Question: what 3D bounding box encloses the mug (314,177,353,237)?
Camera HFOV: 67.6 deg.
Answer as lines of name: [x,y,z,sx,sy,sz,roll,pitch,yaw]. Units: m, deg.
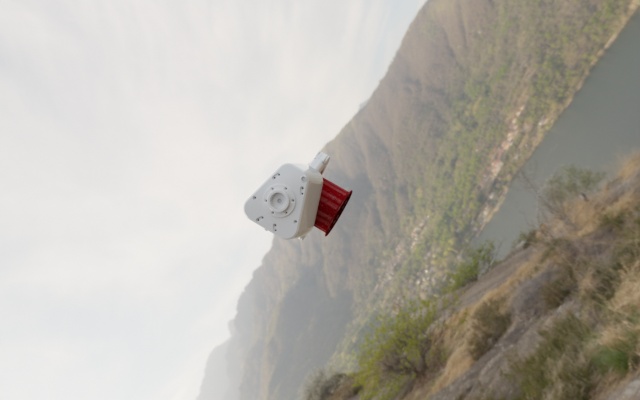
mug: [0.000,0.003,0.848,0.081,0.093,0.117,30,5,7]
